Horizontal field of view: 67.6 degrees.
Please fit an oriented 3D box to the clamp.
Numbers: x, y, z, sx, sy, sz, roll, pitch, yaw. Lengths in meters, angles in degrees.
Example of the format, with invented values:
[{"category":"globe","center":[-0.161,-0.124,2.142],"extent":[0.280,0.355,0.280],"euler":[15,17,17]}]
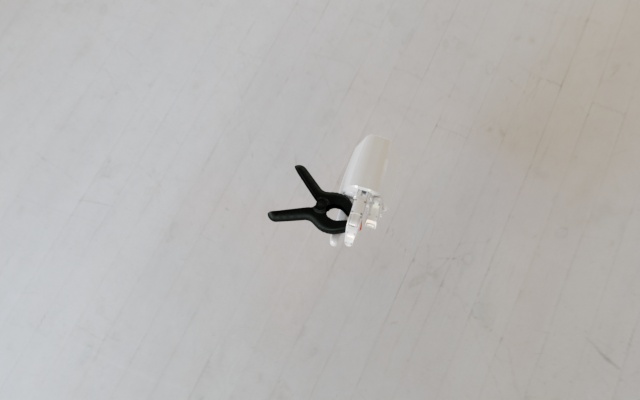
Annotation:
[{"category":"clamp","center":[0.000,0.003,0.874],"extent":[0.171,0.120,0.039],"euler":[16,-14,8]}]
